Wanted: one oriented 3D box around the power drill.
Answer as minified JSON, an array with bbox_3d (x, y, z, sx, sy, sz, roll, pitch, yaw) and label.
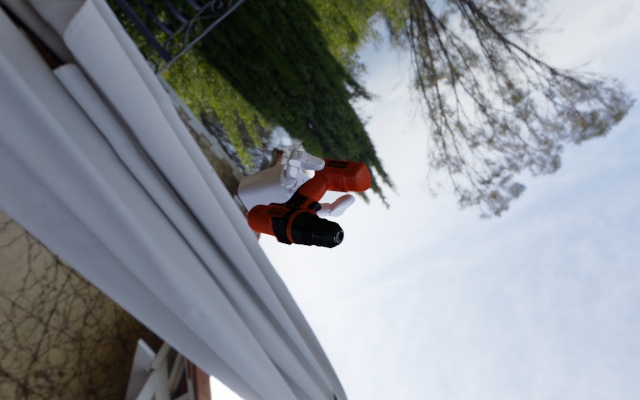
[{"bbox_3d":[0.000,0.002,0.763,0.184,0.057,0.187,11,38,39],"label":"power drill"}]
